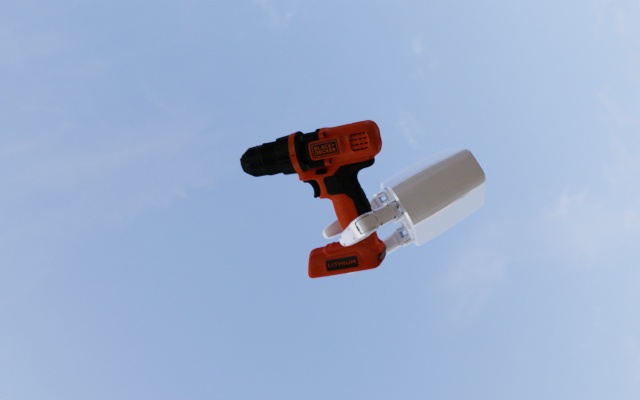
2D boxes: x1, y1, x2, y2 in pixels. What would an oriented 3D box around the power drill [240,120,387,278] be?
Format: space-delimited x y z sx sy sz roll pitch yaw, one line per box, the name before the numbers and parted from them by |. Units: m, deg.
power drill | 0.000 0.002 0.612 0.184 0.188 0.057 -10 12 16
